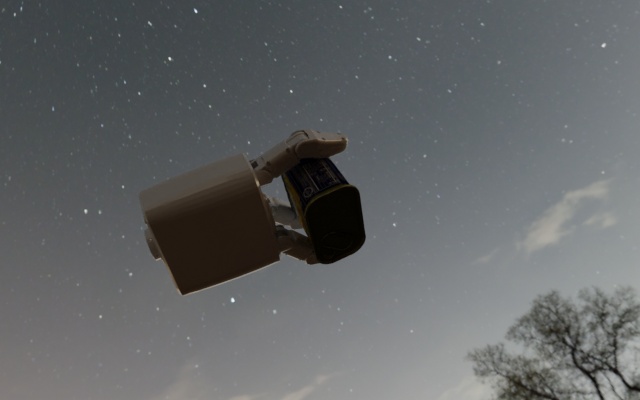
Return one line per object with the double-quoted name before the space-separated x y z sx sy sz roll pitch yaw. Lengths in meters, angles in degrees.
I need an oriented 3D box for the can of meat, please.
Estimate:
"can of meat" 0.000 0.001 0.498 0.057 0.102 0.084 -24 47 -10
